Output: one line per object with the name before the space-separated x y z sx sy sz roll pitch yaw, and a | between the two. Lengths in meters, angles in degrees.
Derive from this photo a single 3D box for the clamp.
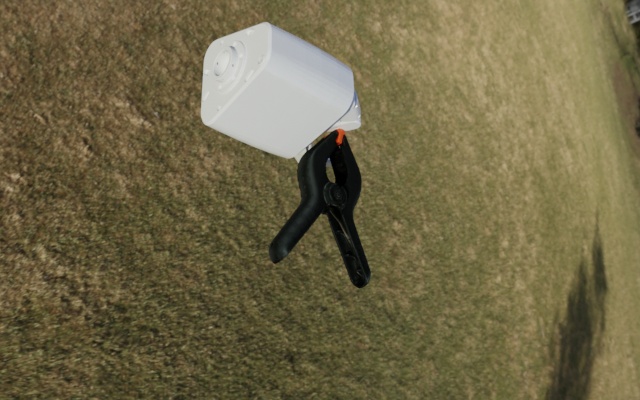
clamp | 0.001 0.001 0.495 0.120 0.171 0.039 16 -28 -41
